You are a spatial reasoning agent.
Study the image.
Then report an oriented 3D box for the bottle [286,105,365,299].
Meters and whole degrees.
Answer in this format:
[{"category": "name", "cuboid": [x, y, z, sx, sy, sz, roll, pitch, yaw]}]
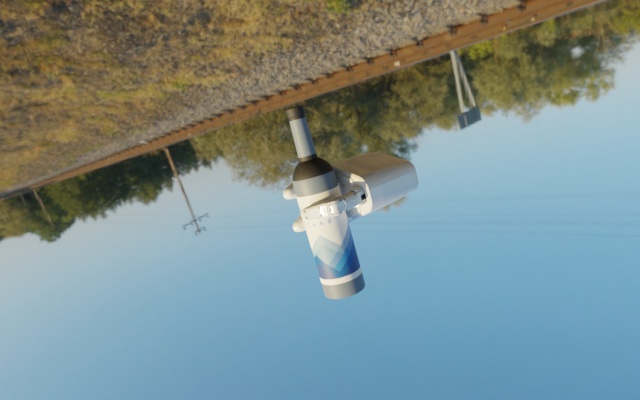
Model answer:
[{"category": "bottle", "cuboid": [0.000, 0.003, 0.731, 0.069, 0.296, 0.069, -15, 10, 3]}]
